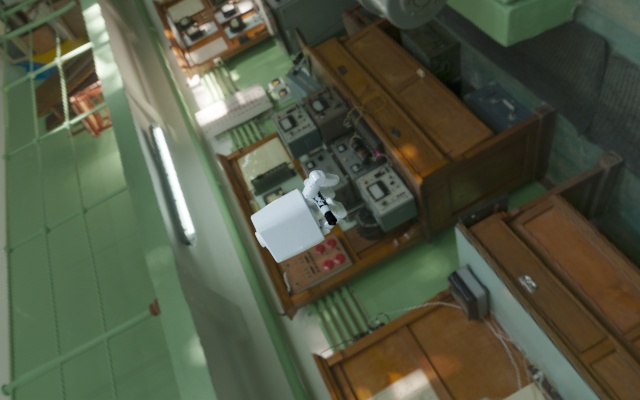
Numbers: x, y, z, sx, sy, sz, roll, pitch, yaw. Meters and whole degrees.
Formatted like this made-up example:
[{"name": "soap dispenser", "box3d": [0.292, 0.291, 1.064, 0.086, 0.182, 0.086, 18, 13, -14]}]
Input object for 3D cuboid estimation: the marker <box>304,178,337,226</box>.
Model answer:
[{"name": "marker", "box3d": [0.000, 0.003, 0.891, 0.020, 0.020, 0.121, 0, 41, -33]}]
